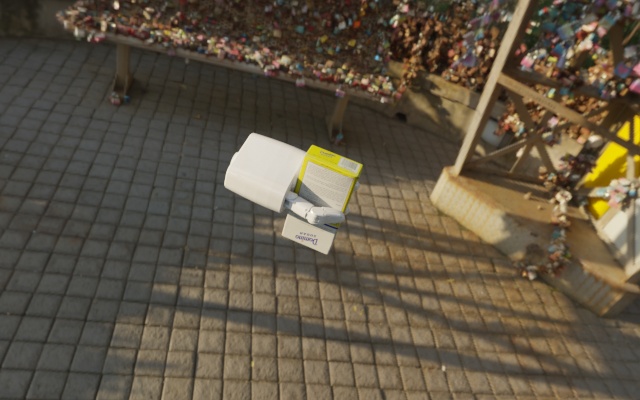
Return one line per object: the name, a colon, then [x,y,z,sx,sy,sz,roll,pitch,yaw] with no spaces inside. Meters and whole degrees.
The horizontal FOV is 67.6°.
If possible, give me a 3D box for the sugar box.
sugar box: [0.000,0.002,0.813,0.093,0.176,0.048,23,38,5]
